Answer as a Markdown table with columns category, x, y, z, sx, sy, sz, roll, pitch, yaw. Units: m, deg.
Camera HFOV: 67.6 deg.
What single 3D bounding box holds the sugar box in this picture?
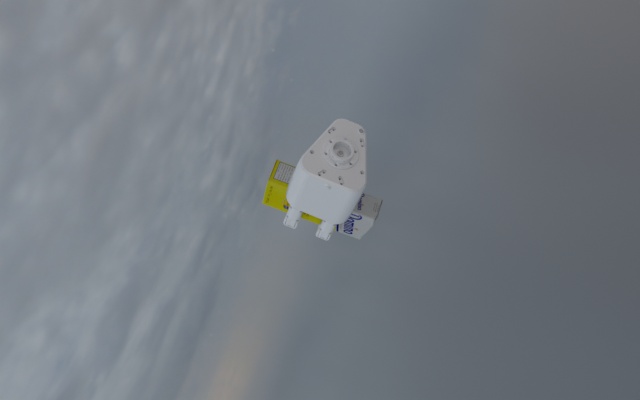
| category | x | y | z | sx | sy | sz | roll | pitch | yaw |
| --- | --- | --- | --- | --- | --- | --- | --- | --- | --- |
| sugar box | 0.000 | 0.003 | 0.762 | 0.176 | 0.048 | 0.093 | 22 | -26 | -2 |
